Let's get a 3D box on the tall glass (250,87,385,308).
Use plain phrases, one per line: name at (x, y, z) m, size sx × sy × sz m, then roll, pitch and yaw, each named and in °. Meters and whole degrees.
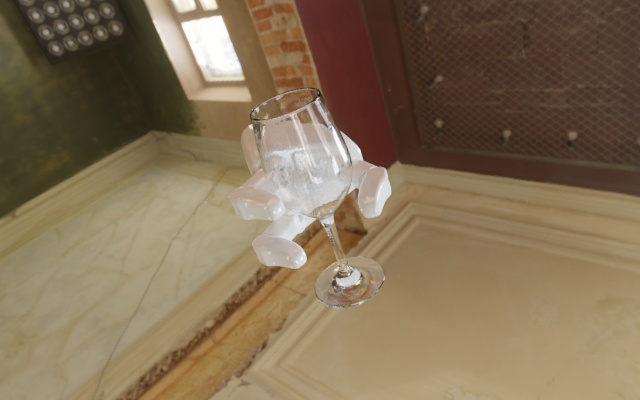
tall glass at (0.000, 0.002, 0.441) m, size 0.079 × 0.201 × 0.079 m, roll -15°, pitch 30°, yaw 9°
